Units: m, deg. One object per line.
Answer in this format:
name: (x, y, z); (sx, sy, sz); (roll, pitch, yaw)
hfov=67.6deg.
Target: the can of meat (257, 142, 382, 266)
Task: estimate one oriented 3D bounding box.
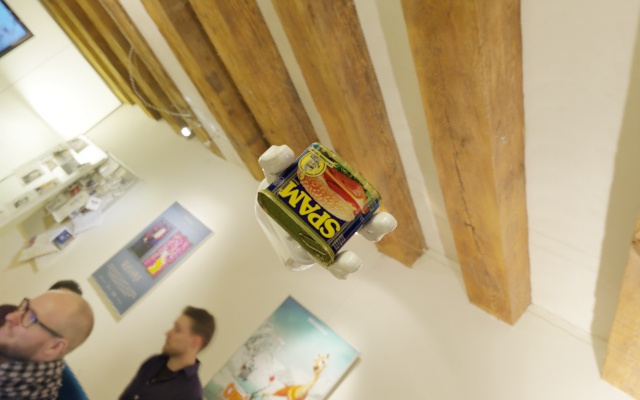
can of meat: (0.000, 0.001, 0.493); (0.102, 0.084, 0.057); (42, -19, 6)
